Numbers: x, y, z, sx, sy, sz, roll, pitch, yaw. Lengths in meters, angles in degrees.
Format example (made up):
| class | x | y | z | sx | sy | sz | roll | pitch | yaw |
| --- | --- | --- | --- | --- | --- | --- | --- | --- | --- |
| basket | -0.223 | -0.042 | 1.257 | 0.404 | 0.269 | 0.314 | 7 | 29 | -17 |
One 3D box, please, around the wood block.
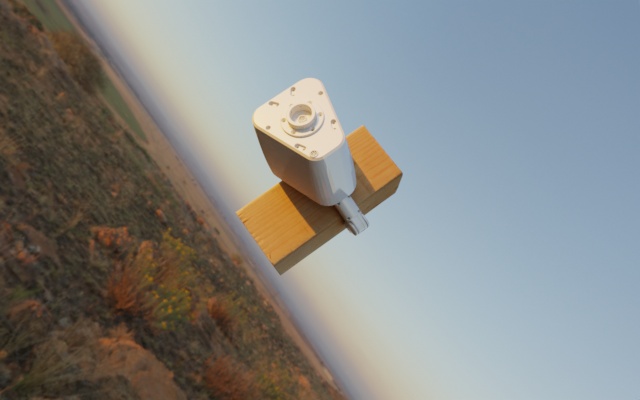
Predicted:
| class | x | y | z | sx | sy | sz | roll | pitch | yaw |
| --- | --- | --- | --- | --- | --- | --- | --- | --- | --- |
| wood block | 0.000 | 0.002 | 0.656 | 0.206 | 0.091 | 0.090 | -35 | -14 | -8 |
